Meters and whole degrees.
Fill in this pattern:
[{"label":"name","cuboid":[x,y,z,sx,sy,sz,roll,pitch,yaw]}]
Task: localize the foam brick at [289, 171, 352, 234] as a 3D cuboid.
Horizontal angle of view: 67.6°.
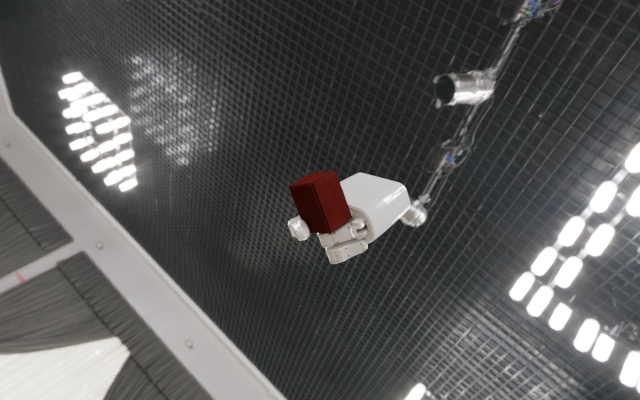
[{"label":"foam brick","cuboid":[0.000,0.002,0.685,0.053,0.078,0.051,-1,25,48]}]
